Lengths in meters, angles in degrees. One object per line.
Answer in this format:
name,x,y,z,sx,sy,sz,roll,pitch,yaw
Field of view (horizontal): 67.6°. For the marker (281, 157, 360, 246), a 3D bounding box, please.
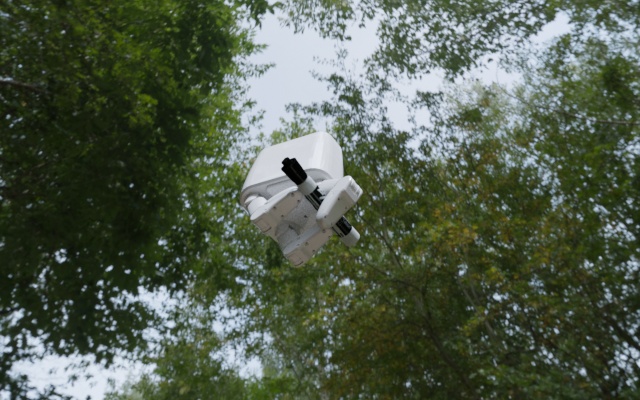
marker,0.000,0.002,0.498,0.121,0.020,0.020,50,-26,-24
